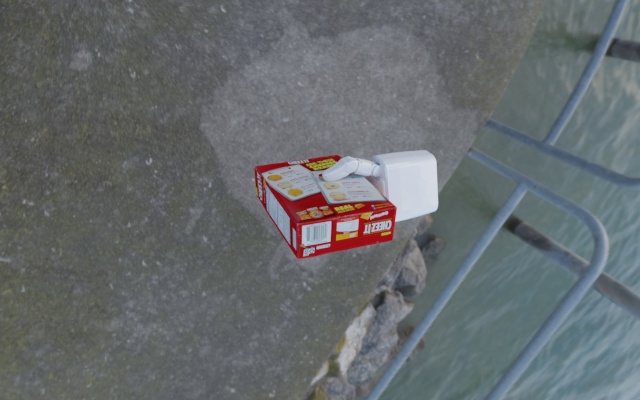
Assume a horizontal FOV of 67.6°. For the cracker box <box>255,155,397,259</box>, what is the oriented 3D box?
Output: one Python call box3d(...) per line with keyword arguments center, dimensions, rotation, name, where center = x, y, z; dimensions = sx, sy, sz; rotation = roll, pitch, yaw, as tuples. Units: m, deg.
box3d(center=(0.000, 0.002, 0.788), dimensions=(0.164, 0.072, 0.213), rotation=(-9, 30, -21), name="cracker box")
